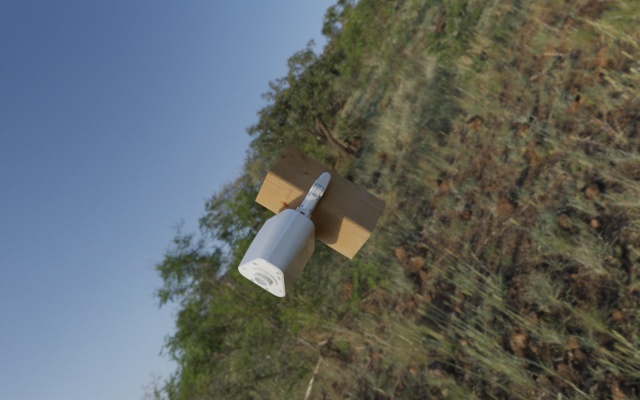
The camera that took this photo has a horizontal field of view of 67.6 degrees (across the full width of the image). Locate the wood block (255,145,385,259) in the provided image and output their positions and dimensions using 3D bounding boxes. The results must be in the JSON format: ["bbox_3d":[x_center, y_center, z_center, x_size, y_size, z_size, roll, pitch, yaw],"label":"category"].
[{"bbox_3d":[0.000,0.003,0.871,0.206,0.090,0.091,31,-43,0],"label":"wood block"}]
